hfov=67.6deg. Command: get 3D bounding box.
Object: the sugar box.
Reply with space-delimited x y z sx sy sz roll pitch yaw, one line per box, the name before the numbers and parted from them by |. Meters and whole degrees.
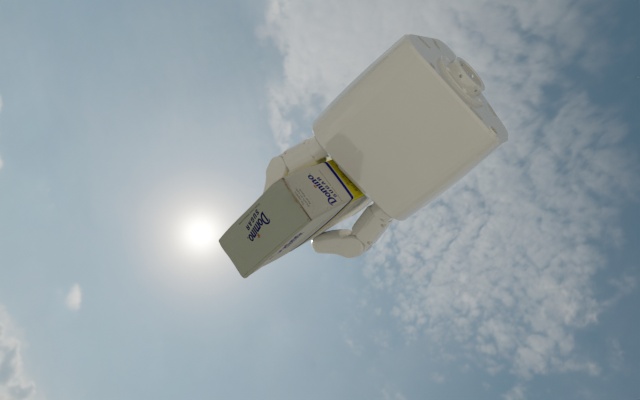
sugar box | 0.000 0.001 0.429 0.093 0.048 0.176 -42 -12 34
